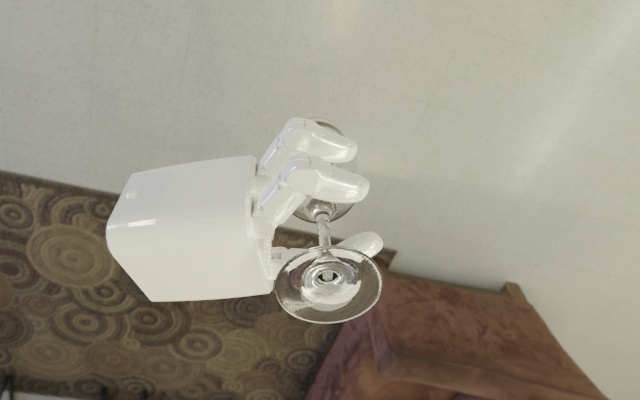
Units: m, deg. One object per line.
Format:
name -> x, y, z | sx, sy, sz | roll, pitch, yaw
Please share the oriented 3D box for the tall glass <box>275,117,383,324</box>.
tall glass -> 0.000, 0.002, 0.404 | 0.079, 0.079, 0.201 | 0, 36, -4
